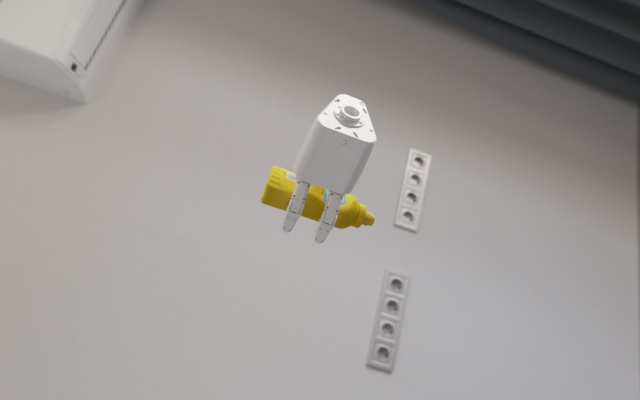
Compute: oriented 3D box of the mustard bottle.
[{"bbox_3d":[0.000,0.003,0.797,0.191,0.058,0.096,19,19,-7],"label":"mustard bottle"}]
